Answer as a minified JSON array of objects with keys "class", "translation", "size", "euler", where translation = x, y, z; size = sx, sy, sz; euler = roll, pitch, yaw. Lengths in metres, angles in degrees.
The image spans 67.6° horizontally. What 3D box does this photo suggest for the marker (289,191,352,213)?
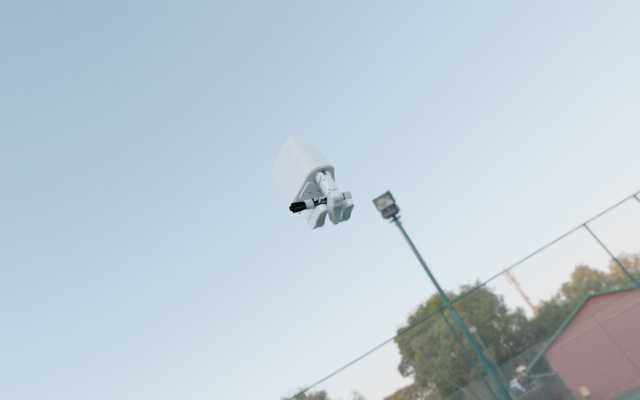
[{"class":"marker","translation":[0.000,0.003,0.837],"size":[0.121,0.020,0.020],"euler":[-12,6,-28]}]
